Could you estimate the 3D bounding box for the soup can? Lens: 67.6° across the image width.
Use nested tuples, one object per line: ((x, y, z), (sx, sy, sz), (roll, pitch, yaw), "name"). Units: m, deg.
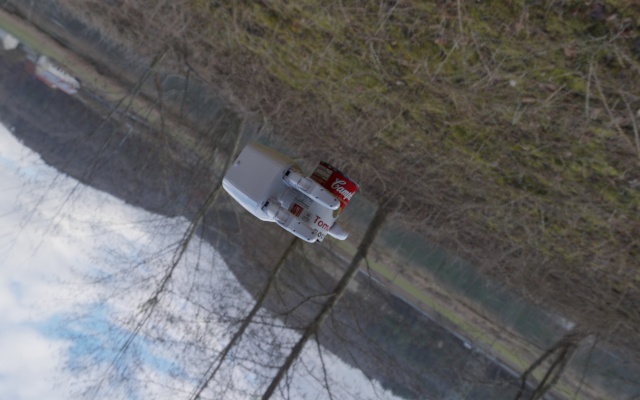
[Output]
((0.000, 0.003, 0.698), (0.068, 0.102, 0.068), (34, -3, 2), "soup can")
